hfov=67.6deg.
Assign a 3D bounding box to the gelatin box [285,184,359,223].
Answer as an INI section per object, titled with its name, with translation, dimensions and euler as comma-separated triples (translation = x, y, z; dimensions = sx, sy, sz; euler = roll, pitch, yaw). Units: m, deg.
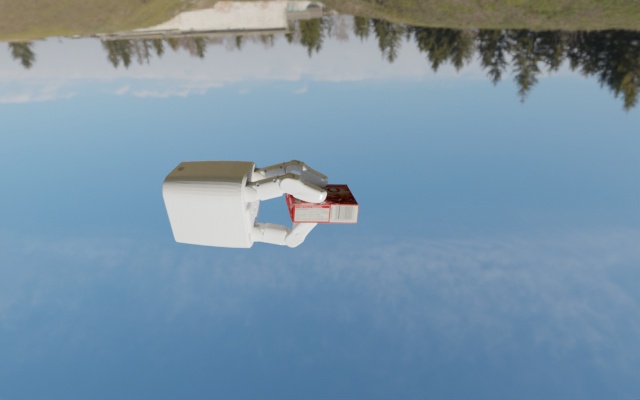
[gelatin box]
translation = 0.000, 0.003, 0.643
dimensions = 0.089, 0.030, 0.073
euler = 1, 23, -11
